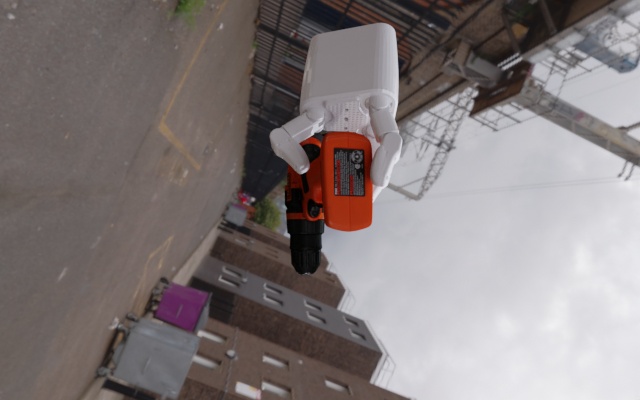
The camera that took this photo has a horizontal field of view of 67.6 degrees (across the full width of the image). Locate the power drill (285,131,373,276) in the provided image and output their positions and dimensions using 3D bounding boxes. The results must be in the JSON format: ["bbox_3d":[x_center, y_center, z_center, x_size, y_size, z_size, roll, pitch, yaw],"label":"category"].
[{"bbox_3d":[0.000,0.002,0.573,0.057,0.184,0.187,-1,-4,-20],"label":"power drill"}]
